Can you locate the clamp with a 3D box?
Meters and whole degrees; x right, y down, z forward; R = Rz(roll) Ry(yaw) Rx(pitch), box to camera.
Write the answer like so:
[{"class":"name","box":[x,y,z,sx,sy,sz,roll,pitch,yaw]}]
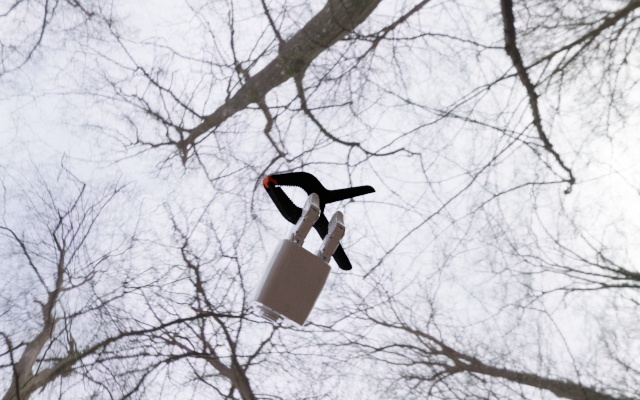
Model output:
[{"class":"clamp","box":[-0.001,0.003,0.824,0.210,0.164,0.036,34,-25,-18]}]
